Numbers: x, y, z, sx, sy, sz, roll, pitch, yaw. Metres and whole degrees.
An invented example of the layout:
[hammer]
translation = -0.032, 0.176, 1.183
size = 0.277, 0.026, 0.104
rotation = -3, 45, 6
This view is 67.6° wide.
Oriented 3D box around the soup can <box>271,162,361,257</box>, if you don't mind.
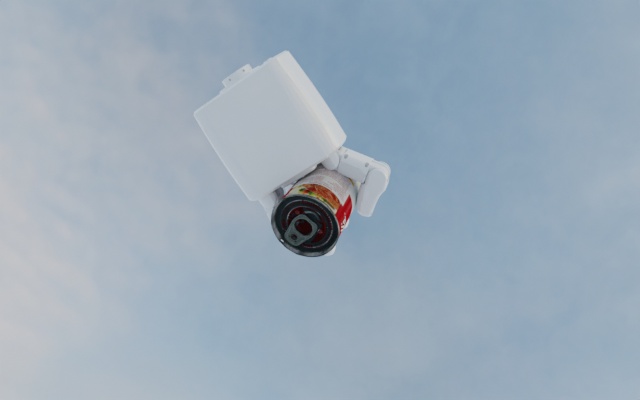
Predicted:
[soup can]
translation = 0.001, 0.002, 0.486
size = 0.068, 0.068, 0.102
rotation = 0, 27, 20
